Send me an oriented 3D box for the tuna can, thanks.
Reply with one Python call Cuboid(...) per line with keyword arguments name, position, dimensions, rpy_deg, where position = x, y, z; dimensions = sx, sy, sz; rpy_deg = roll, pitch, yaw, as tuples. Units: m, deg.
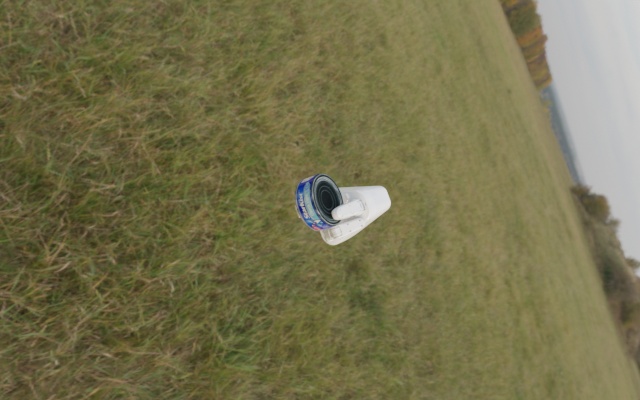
Cuboid(name="tuna can", position=(0.001, 0.002, 0.745), dimensions=(0.034, 0.086, 0.086), rpy_deg=(-18, -10, 33))
